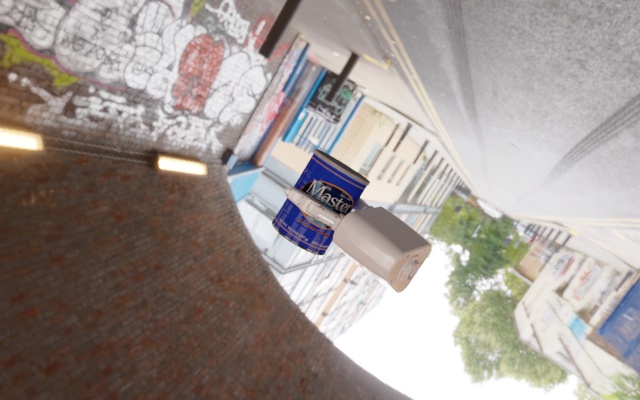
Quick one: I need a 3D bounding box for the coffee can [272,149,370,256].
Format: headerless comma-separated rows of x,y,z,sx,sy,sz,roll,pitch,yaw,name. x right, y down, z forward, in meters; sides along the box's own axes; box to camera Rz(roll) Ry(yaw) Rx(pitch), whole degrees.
0.000,0.002,0.771,0.103,0.140,0.103,31,9,-5,coffee can
